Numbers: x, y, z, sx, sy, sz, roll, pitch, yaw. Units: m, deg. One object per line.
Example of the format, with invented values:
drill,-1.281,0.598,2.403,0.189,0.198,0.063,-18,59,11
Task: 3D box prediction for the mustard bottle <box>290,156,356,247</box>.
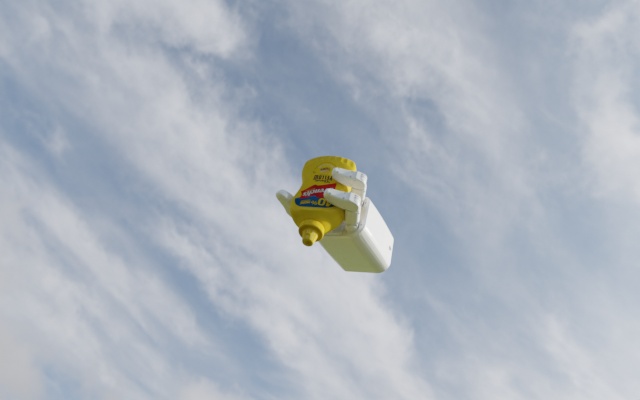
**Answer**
mustard bottle,0.000,0.002,0.808,0.096,0.058,0.191,4,43,13
